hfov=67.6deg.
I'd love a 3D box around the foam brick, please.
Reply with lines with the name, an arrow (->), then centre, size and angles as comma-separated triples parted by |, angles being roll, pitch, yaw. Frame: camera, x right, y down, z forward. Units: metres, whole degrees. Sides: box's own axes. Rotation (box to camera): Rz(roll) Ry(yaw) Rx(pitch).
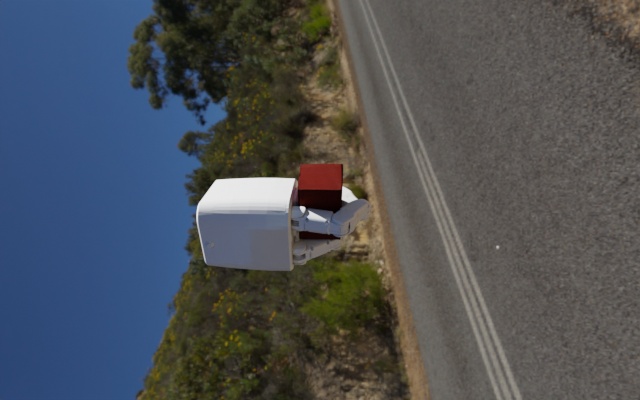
foam brick -> 0.000, 0.002, 0.567 | 0.051, 0.078, 0.053 | 2, 38, 2
